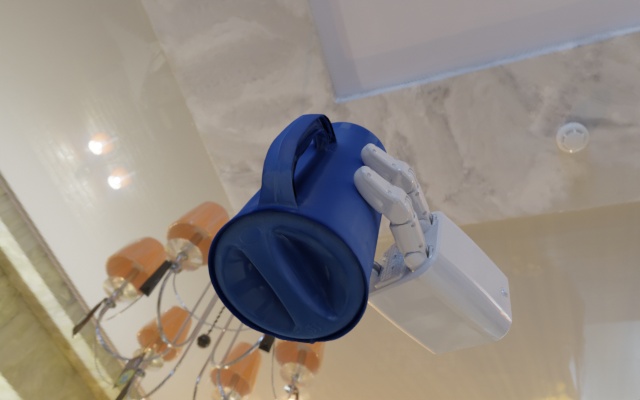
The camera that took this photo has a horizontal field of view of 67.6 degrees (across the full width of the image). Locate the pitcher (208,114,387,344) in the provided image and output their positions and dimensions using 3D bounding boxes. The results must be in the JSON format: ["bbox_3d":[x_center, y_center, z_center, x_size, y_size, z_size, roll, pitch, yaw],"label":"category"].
[{"bbox_3d":[0.000,0.002,0.467,0.149,0.145,0.242,-45,10,31],"label":"pitcher"}]
